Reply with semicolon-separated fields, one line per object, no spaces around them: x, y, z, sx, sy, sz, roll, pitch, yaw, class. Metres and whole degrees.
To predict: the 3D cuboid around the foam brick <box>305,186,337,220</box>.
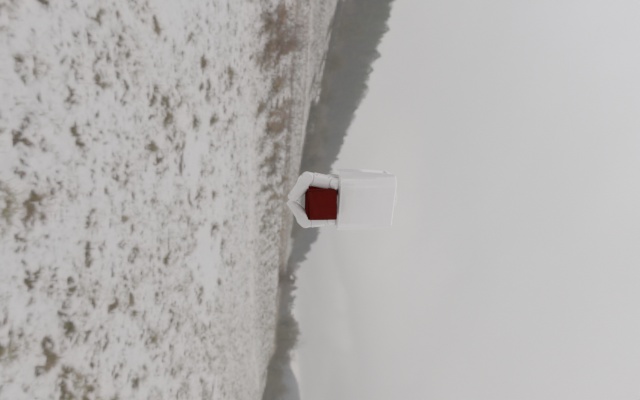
0.000;0.003;0.859;0.051;0.053;0.078;0;9;-6;foam brick
